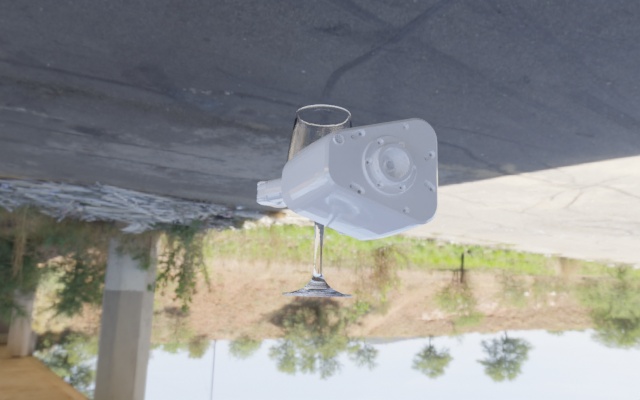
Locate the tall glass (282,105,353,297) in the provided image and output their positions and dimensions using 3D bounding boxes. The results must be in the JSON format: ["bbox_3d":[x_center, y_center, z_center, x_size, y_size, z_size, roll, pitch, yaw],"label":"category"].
[{"bbox_3d":[0.000,0.002,0.516,0.079,0.201,0.079,2,-11,0],"label":"tall glass"}]
